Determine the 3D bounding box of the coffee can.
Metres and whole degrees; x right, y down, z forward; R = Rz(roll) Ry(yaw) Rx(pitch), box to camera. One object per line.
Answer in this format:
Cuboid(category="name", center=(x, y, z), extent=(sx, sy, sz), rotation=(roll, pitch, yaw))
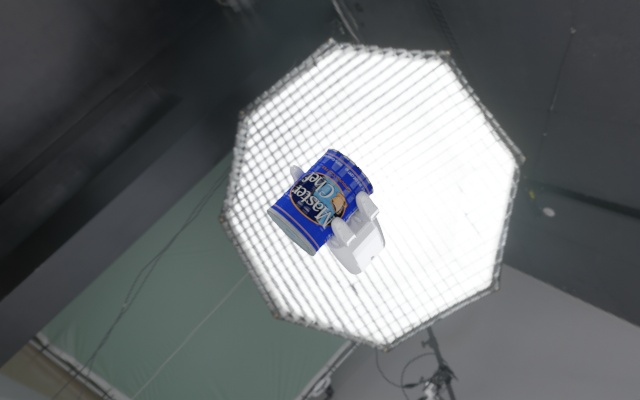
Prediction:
Cuboid(category="coffee can", center=(0.000, 0.002, 0.749), extent=(0.103, 0.140, 0.103), rotation=(42, -12, 11))
